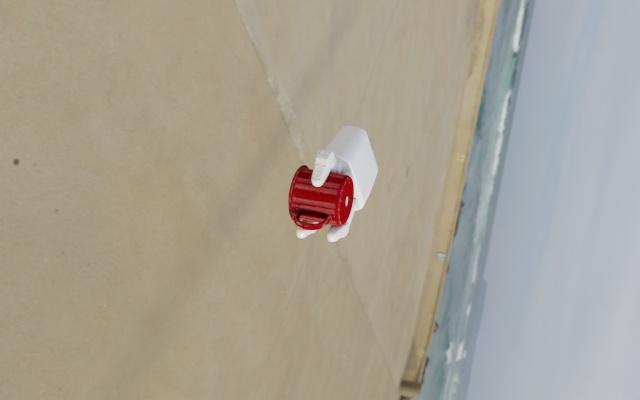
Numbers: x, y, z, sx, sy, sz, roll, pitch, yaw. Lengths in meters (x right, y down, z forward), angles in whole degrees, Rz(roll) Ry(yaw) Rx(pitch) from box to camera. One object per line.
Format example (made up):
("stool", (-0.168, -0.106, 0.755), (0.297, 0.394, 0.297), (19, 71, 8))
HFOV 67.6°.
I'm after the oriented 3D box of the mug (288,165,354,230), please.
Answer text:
("mug", (0.000, 0.003, 0.750), (0.081, 0.093, 0.117), (10, 43, 19))
